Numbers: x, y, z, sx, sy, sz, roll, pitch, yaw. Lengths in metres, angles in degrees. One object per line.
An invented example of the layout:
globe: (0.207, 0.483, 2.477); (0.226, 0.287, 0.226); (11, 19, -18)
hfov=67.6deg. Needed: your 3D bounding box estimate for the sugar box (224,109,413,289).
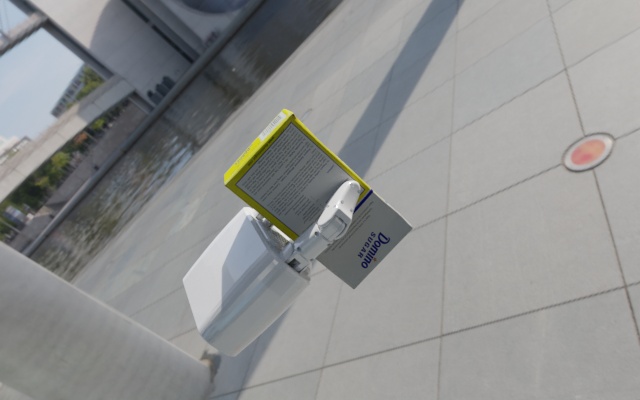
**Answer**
sugar box: (0.000, 0.001, 0.483); (0.176, 0.093, 0.048); (42, 5, -23)
